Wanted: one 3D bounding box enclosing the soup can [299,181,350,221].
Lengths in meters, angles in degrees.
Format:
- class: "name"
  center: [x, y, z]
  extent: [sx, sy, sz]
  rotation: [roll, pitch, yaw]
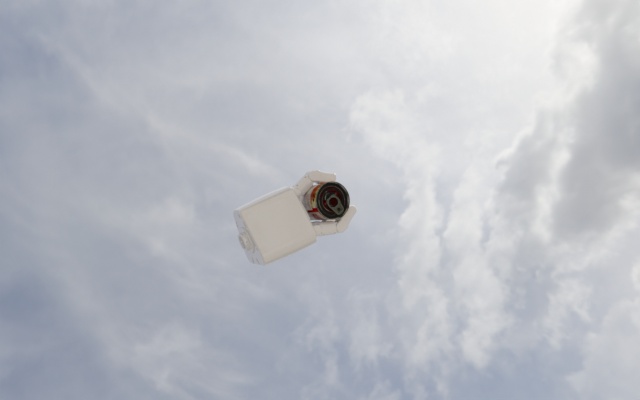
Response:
- class: "soup can"
  center: [0.000, 0.003, 0.880]
  extent: [0.068, 0.068, 0.102]
  rotation: [0, -3, -26]
